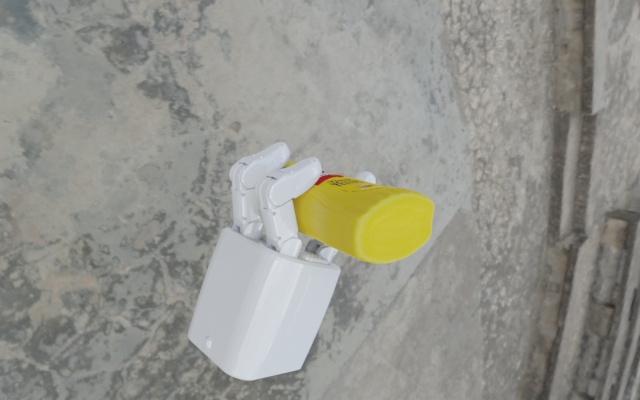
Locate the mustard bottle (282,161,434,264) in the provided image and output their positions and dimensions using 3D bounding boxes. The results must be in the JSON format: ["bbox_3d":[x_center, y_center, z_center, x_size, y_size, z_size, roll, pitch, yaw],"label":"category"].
[{"bbox_3d":[0.000,0.001,0.437,0.096,0.058,0.191,-11,19,-40],"label":"mustard bottle"}]
